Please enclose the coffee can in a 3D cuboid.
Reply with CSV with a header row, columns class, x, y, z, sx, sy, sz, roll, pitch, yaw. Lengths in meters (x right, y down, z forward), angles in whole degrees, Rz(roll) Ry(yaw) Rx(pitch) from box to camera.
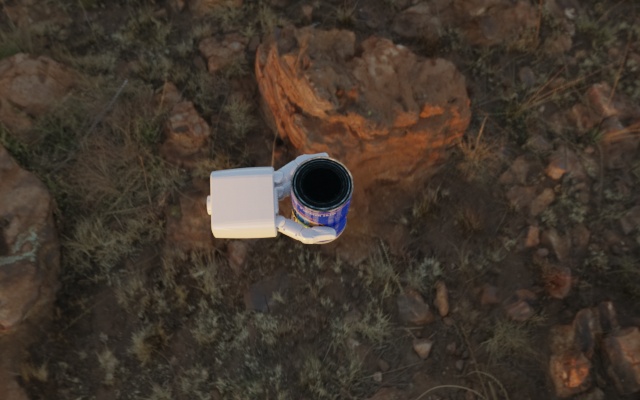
class,x,y,z,sx,sy,sz,roll,pitch,yaw
coffee can,0.000,0.003,0.831,0.103,0.102,0.140,0,-26,-2
